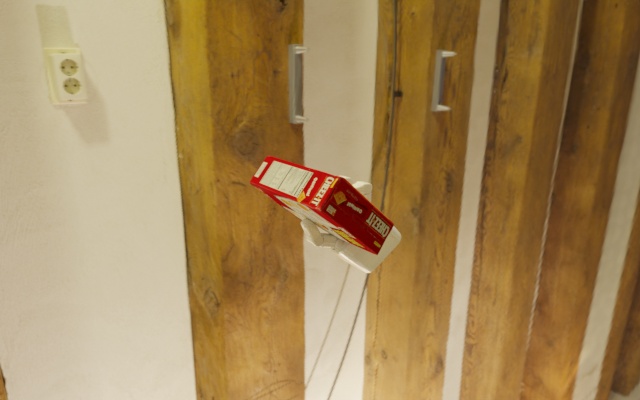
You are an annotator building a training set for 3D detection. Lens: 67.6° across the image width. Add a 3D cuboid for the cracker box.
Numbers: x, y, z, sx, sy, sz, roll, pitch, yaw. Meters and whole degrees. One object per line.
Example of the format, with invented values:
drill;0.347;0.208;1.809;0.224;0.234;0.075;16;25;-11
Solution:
cracker box;0.000;0.003;0.839;0.213;0.072;0.164;20;-14;49
